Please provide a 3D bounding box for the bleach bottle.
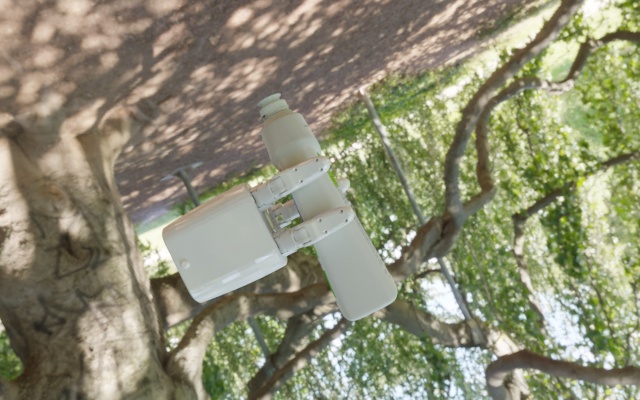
[{"bbox_3d":[0.000,0.002,0.530,0.068,0.251,0.102,-27,1,2],"label":"bleach bottle"}]
